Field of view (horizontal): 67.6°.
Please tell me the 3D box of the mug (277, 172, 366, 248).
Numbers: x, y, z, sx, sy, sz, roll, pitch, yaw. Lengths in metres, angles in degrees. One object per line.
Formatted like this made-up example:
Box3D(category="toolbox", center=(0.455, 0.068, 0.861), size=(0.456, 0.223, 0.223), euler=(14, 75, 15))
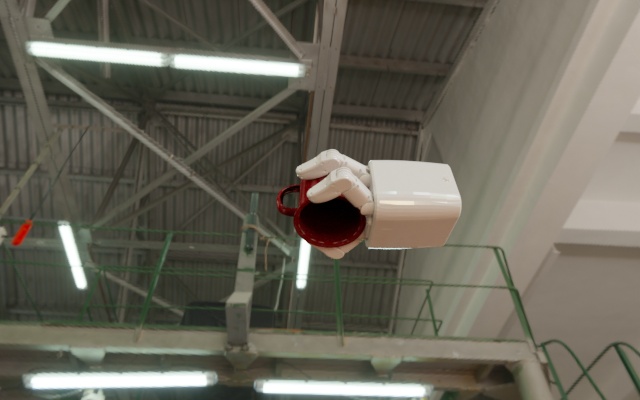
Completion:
Box3D(category="mug", center=(-0.001, 0.002, 0.639), size=(0.117, 0.093, 0.081), euler=(2, 41, -1))
